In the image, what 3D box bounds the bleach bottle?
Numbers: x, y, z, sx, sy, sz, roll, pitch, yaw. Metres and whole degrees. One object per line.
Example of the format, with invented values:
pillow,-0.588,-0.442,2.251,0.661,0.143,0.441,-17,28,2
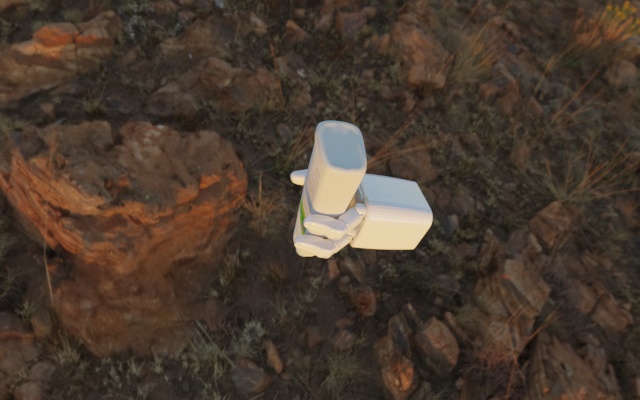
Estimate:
bleach bottle,0.000,0.002,0.734,0.068,0.102,0.251,4,-38,-14
